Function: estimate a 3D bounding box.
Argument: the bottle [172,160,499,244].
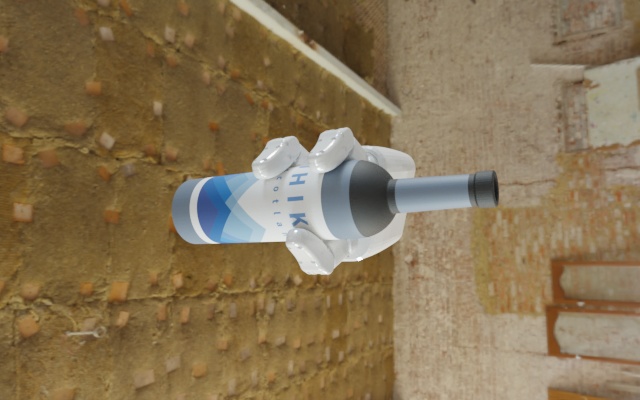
[{"bbox_3d":[0.000,0.001,0.420,0.296,0.069,0.069,-5,-2,29],"label":"bottle"}]
